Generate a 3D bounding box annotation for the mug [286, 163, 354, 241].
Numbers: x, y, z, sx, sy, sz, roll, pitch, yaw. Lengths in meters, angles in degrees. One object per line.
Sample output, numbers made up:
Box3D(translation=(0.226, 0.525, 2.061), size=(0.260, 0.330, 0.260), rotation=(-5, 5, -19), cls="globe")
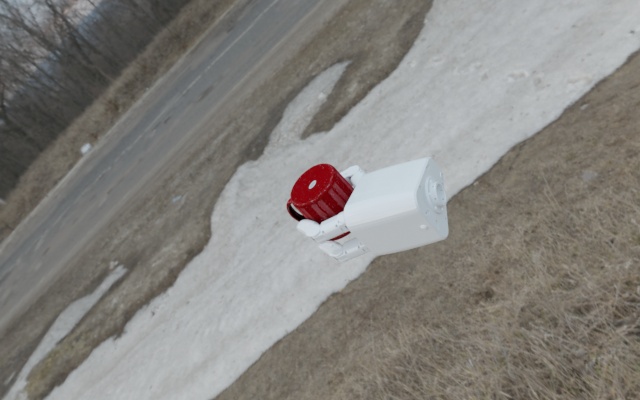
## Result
Box3D(translation=(-0.001, 0.003, 0.715), size=(0.117, 0.093, 0.081), rotation=(-17, -48, 34), cls="mug")
